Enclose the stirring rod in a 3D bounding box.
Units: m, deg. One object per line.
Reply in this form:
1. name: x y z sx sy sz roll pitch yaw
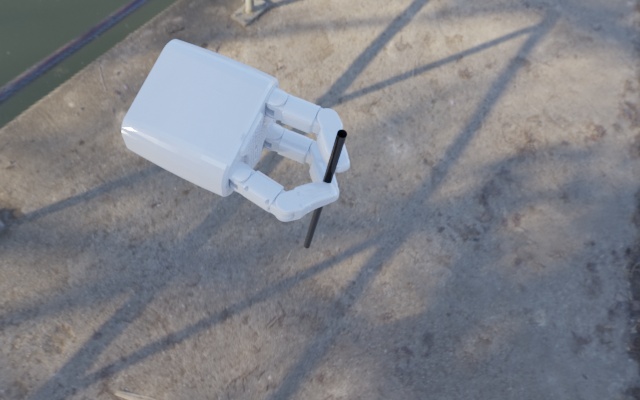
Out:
1. stirring rod: 0.000 0.002 0.474 0.011 0.011 0.240 0 -26 -9
